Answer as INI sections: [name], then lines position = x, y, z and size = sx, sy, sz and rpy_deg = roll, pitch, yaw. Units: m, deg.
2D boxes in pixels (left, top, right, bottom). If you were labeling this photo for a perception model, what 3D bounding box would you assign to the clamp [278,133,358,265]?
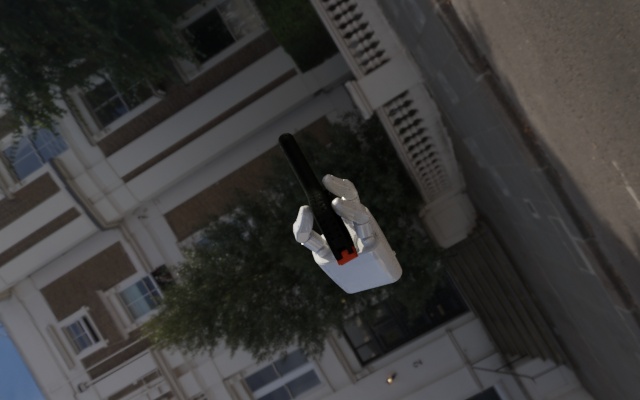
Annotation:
[clamp]
position = 0.000, 0.003, 0.698
size = 0.036, 0.209, 0.165
rpy_deg = -31, -48, 8
